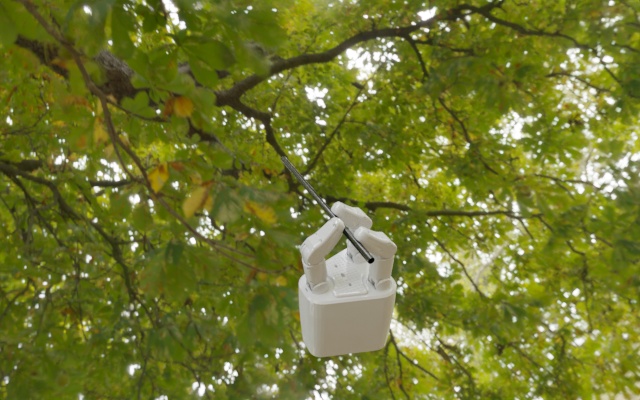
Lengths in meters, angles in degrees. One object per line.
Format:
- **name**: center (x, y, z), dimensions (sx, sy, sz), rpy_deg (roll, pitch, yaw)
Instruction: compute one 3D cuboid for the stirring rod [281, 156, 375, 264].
- **stirring rod**: center (0.000, 0.002, 0.583), dimensions (0.011, 0.011, 0.239), rpy_deg (0, 30, -30)
